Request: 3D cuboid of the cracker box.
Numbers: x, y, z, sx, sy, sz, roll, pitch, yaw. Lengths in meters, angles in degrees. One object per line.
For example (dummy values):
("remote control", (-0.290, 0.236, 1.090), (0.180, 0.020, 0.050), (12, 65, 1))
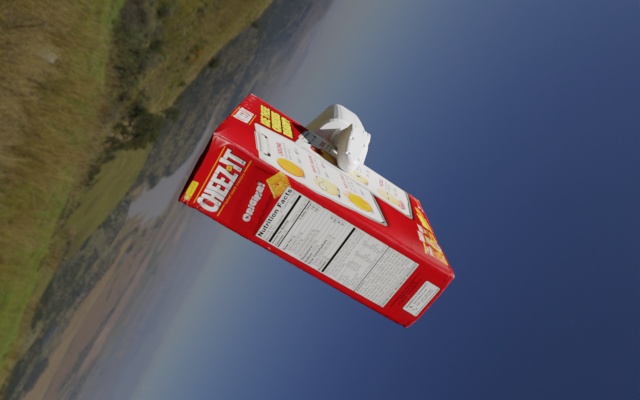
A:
("cracker box", (0.000, 0.001, 0.433), (0.214, 0.072, 0.164), (31, 19, -11))
